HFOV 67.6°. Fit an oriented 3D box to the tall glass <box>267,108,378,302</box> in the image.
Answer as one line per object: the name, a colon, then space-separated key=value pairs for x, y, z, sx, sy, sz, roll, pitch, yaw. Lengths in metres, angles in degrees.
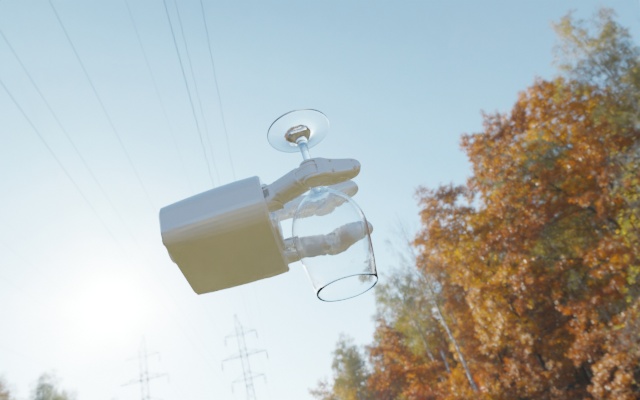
tall glass: x=0.000 y=0.001 z=0.503 sx=0.079 sy=0.201 sz=0.079 roll=-13 pitch=-30 yaw=-8
